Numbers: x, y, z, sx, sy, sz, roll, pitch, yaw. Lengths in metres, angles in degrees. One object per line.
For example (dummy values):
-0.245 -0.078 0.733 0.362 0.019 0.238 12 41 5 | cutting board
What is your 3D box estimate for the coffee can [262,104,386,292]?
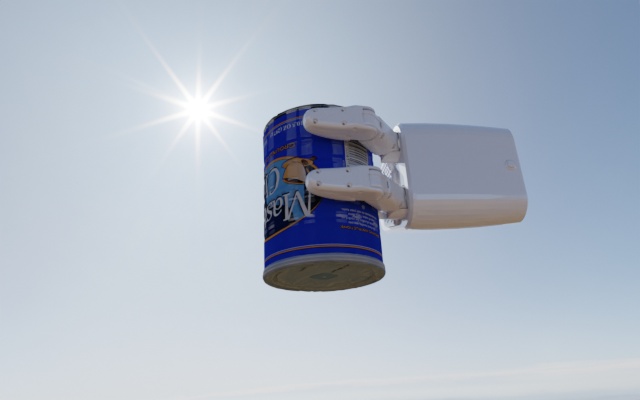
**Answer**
0.000 0.002 0.425 0.103 0.140 0.103 -2 -23 -1 | coffee can
